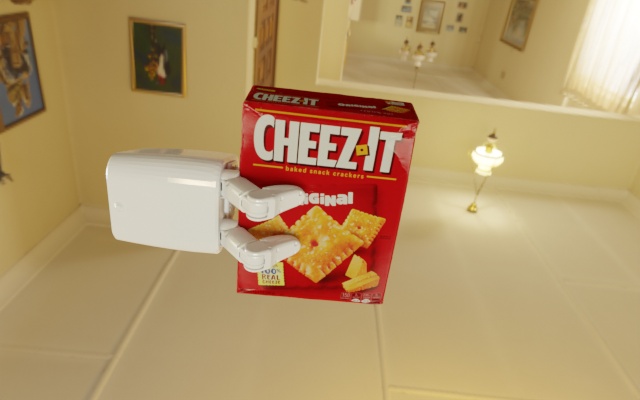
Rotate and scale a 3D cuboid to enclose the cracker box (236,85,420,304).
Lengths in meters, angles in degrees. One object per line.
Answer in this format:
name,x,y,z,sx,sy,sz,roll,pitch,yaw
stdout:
cracker box,0.000,0.002,0.496,0.164,0.214,0.072,6,27,-2
